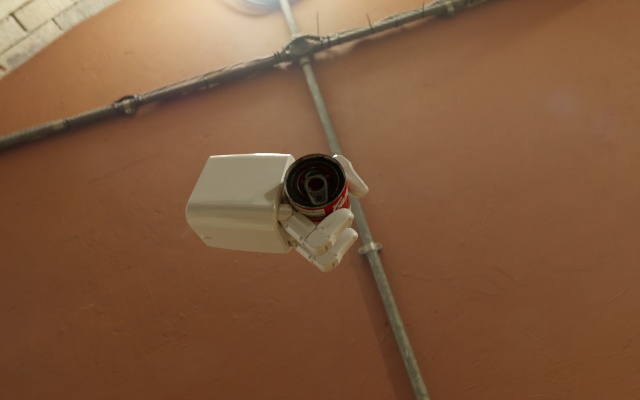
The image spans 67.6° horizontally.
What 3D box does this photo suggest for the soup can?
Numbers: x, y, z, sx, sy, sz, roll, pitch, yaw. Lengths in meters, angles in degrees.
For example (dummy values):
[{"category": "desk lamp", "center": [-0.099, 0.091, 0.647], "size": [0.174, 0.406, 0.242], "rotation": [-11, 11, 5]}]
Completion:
[{"category": "soup can", "center": [0.001, 0.002, 0.554], "size": [0.068, 0.068, 0.102], "rotation": [0, -28, 9]}]
